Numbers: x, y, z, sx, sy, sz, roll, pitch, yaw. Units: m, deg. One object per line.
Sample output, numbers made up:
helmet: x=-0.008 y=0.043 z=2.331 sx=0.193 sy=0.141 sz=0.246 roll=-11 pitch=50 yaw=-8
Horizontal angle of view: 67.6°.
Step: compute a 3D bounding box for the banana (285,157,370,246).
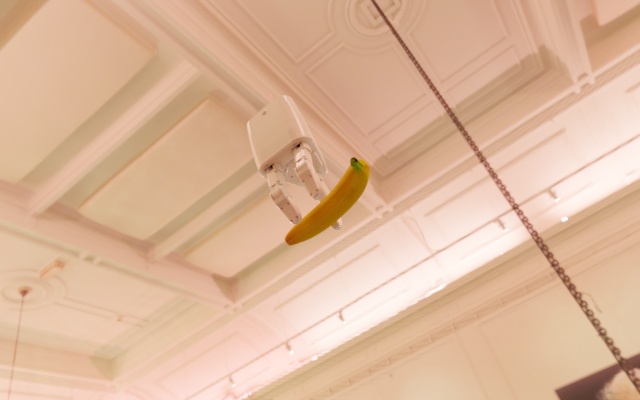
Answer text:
banana: x=0.017 y=0.001 z=0.689 sx=0.069 sy=0.037 sz=0.198 roll=2 pitch=-40 yaw=-37
